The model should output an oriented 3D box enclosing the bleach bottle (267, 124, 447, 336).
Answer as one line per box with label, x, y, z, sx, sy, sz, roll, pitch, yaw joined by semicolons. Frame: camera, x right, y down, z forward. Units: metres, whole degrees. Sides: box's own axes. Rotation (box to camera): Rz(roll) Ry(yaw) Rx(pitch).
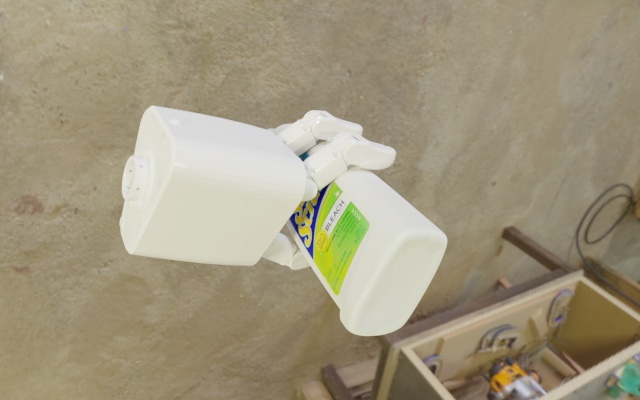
bleach bottle;0.000;0.001;0.441;0.068;0.102;0.250;10;23;-37
